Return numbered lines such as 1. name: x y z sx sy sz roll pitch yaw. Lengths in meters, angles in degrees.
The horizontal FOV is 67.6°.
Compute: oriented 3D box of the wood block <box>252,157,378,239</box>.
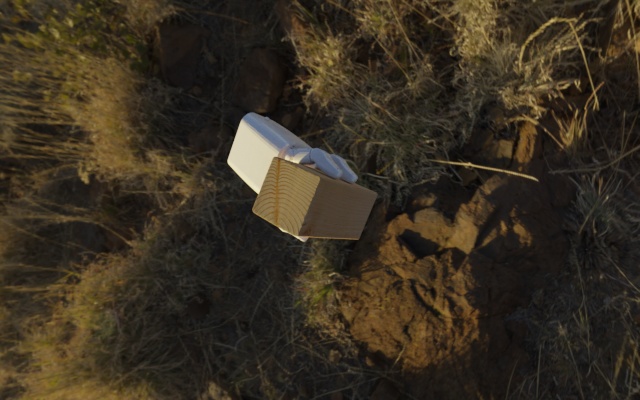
1. wood block: 0.000 0.003 0.758 0.090 0.091 0.206 26 8 29
